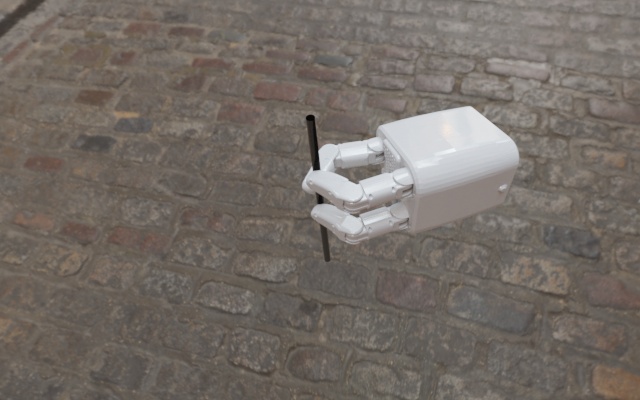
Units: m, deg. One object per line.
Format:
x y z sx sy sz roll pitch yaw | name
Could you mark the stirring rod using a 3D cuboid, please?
0.000 0.002 0.501 0.011 0.011 0.240 0 -37 5 | stirring rod
